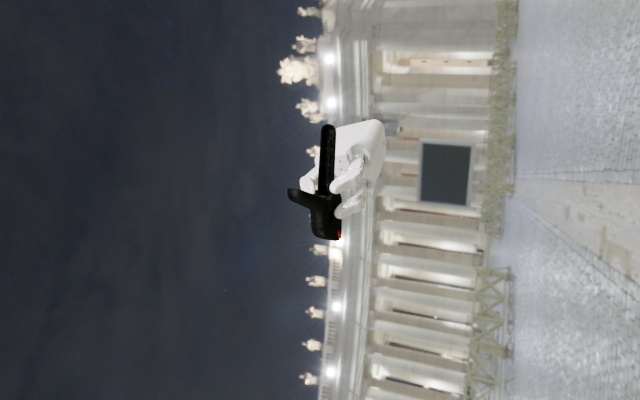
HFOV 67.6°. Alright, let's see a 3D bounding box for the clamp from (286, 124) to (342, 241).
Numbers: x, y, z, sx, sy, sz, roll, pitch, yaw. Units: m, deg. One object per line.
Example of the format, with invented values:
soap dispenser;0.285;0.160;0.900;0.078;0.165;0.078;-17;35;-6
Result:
clamp;0.000;0.003;0.792;0.036;0.210;0.164;9;42;23
